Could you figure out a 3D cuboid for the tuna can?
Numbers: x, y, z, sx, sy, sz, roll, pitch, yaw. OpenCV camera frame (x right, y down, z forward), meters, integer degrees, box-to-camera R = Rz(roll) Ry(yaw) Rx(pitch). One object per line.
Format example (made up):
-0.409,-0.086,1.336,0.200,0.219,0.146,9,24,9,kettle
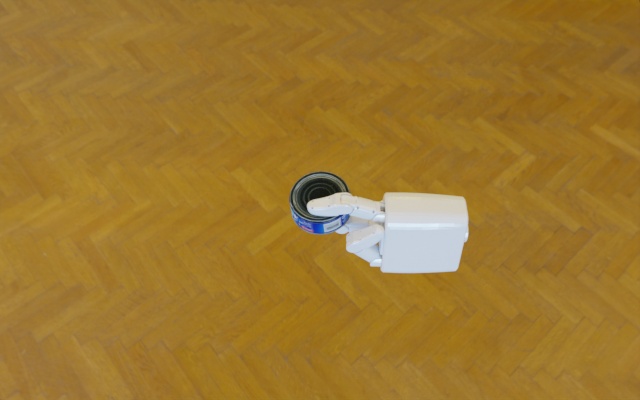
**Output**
0.000,0.002,0.659,0.086,0.086,0.034,0,-33,5,tuna can
